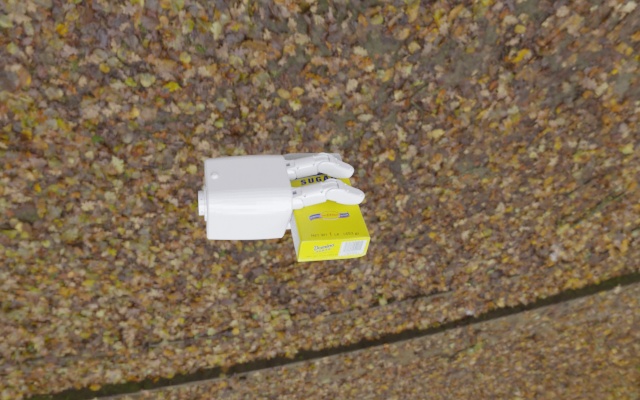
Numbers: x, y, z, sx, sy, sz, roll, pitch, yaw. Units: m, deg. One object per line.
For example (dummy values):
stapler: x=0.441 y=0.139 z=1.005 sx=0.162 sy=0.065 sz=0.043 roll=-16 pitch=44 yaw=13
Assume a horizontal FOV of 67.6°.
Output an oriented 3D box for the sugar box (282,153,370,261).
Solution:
sugar box: x=0.000 y=0.002 z=0.664 sx=0.093 sy=0.176 sz=0.048 roll=-2 pitch=-44 yaw=-15
